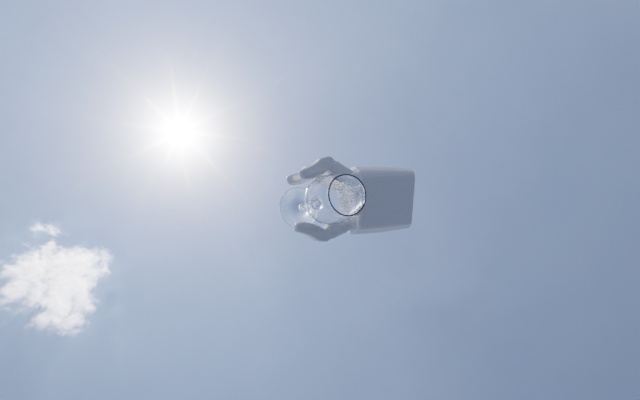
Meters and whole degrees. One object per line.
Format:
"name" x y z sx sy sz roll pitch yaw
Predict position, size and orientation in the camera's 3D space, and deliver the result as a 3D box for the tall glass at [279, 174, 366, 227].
"tall glass" 0.000 0.003 0.774 0.079 0.079 0.201 0 -6 -23
